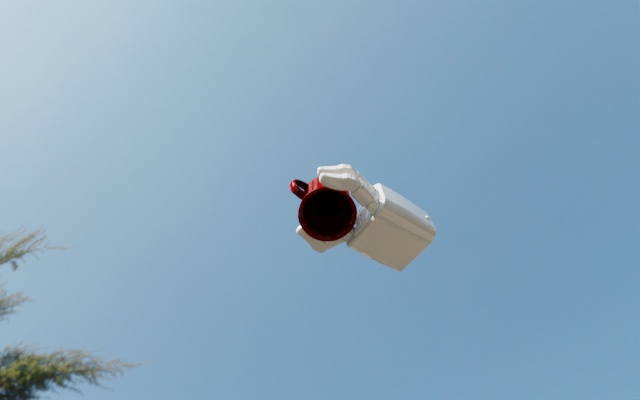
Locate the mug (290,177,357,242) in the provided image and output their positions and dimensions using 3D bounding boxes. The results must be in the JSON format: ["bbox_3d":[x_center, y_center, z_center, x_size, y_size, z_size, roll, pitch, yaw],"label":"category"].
[{"bbox_3d":[-0.001,0.002,0.781,0.117,0.093,0.081,30,17,-12],"label":"mug"}]
